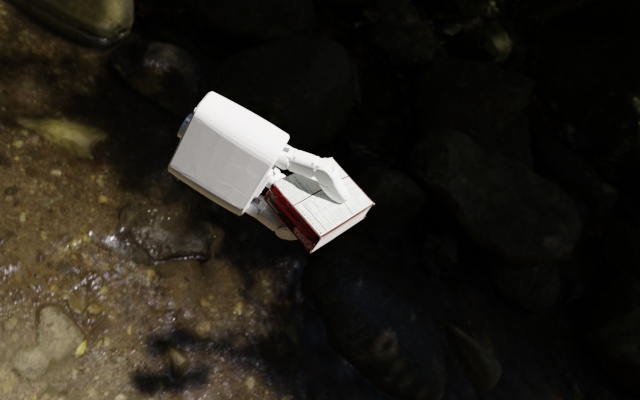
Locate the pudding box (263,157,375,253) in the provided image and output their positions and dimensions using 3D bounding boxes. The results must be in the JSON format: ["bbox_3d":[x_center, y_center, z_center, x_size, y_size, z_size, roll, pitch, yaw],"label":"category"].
[{"bbox_3d":[0.000,0.002,0.591,0.113,0.090,0.039,-29,-17,-41],"label":"pudding box"}]
